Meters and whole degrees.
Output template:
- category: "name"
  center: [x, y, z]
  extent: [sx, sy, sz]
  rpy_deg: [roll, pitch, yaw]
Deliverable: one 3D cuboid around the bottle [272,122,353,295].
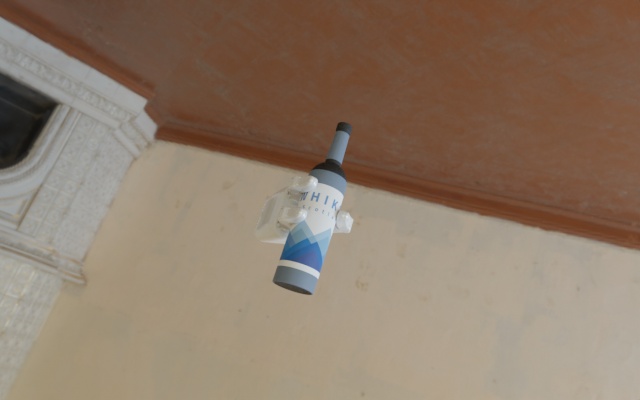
- category: "bottle"
  center: [0.000, 0.003, 0.781]
  extent: [0.069, 0.295, 0.069]
  rpy_deg: [16, -20, 6]
